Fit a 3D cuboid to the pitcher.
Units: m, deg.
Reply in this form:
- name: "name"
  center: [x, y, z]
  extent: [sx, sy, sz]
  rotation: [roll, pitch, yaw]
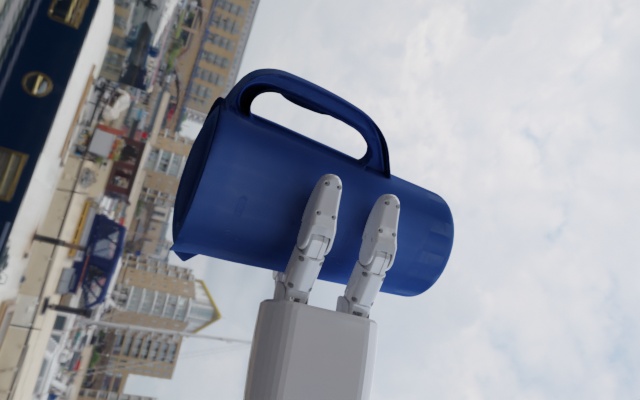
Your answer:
- name: "pitcher"
  center: [0.000, 0.002, 0.431]
  extent: [0.243, 0.145, 0.149]
  rotation: [18, -24, -21]
